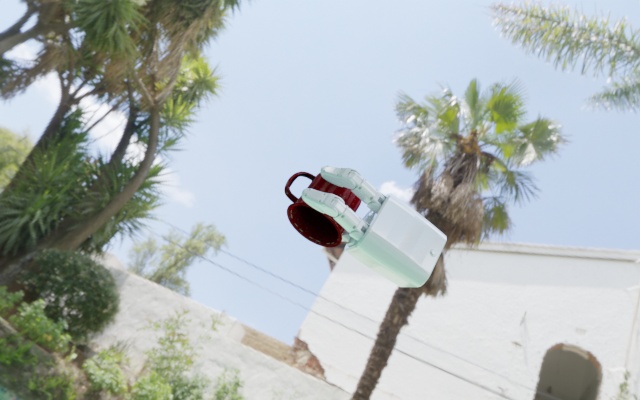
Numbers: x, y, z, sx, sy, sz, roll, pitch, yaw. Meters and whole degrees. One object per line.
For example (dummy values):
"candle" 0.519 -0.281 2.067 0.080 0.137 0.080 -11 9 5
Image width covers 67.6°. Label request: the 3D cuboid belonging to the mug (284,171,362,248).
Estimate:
"mug" -0.001 0.001 0.713 0.117 0.081 0.093 37 -32 -3
